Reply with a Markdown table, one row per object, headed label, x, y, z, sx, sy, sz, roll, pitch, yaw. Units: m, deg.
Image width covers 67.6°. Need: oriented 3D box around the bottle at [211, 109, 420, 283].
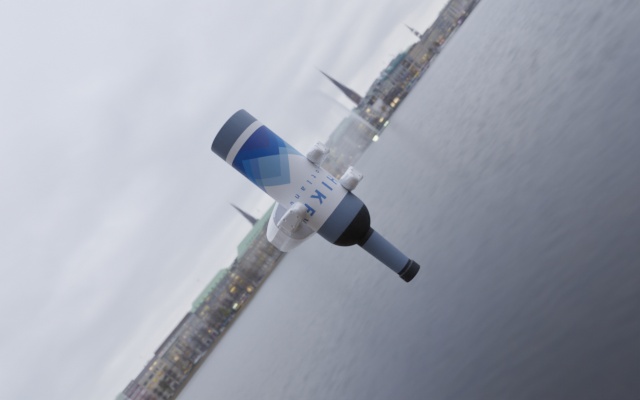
| label | x | y | z | sx | sy | sz | roll | pitch | yaw |
| --- | --- | --- | --- | --- | --- | --- | --- | --- | --- |
| bottle | 0.000 | 0.002 | 0.597 | 0.296 | 0.069 | 0.069 | 38 | 0 | 0 |
